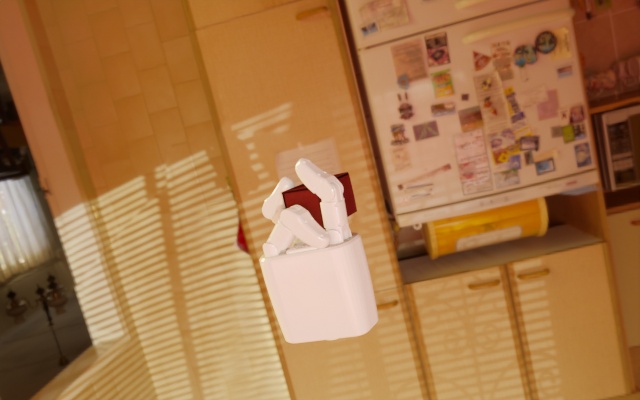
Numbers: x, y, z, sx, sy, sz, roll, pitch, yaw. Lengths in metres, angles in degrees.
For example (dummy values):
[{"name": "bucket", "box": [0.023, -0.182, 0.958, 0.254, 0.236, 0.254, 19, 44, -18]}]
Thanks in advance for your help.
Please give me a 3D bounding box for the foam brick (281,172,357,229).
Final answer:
[{"name": "foam brick", "box": [0.000, 0.002, 0.576, 0.053, 0.051, 0.078, -10, 9, 35]}]
